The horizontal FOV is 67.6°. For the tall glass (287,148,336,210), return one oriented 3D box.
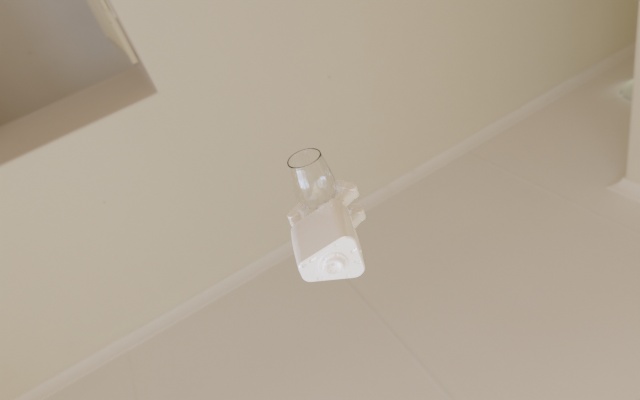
[{"bbox_3d":[0.000,0.003,0.886,0.079,0.201,0.079,-14,34,10],"label":"tall glass"}]
